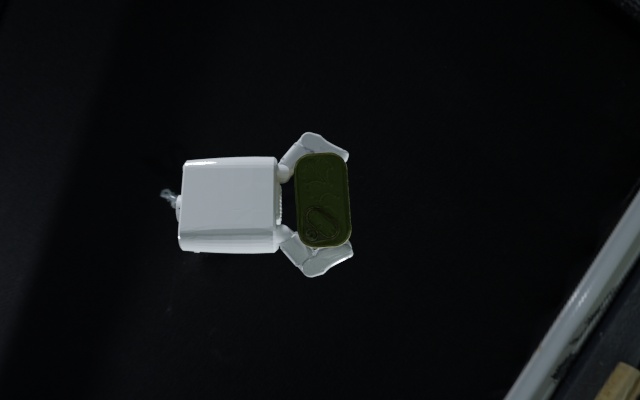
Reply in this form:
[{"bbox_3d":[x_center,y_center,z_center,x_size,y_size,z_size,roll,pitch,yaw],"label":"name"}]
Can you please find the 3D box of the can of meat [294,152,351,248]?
[{"bbox_3d":[0.000,0.002,0.549,0.057,0.102,0.084,-4,-3,-3],"label":"can of meat"}]
